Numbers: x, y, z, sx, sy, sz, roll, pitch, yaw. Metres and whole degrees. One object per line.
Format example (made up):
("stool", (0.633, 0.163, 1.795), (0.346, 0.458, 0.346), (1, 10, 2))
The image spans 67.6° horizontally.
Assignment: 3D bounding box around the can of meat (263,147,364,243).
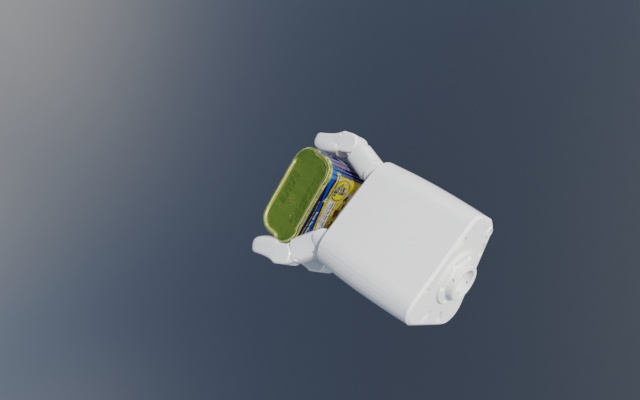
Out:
("can of meat", (0.000, 0.001, 0.497), (0.057, 0.102, 0.084), (38, 13, 38))
